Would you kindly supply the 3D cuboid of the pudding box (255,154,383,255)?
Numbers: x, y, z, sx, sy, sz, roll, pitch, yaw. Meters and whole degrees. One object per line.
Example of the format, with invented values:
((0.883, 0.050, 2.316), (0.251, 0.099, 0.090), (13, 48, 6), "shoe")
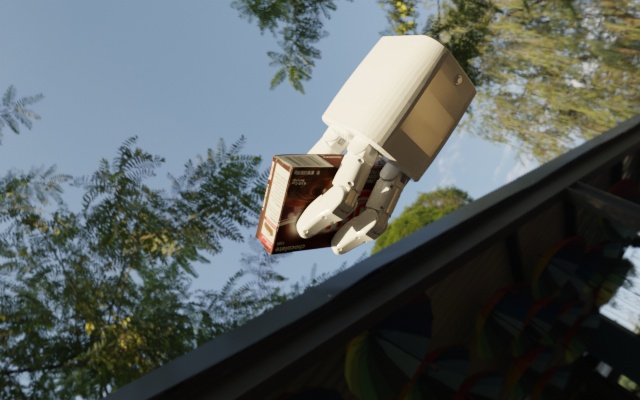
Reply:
((0.000, 0.001, 0.464), (0.113, 0.090, 0.039), (-2, 28, -35), "pudding box")
